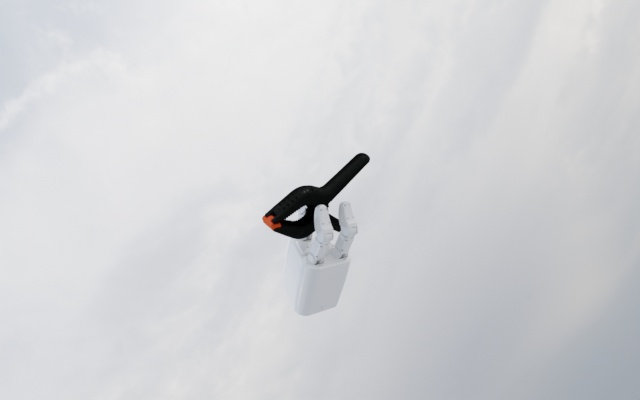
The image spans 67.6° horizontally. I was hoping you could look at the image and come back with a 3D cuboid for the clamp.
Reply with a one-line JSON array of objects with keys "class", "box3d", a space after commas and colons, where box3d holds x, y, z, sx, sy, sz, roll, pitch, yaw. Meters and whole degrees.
[{"class": "clamp", "box3d": [-0.001, 0.003, 0.797, 0.210, 0.165, 0.036, -9, 31, -40]}]
